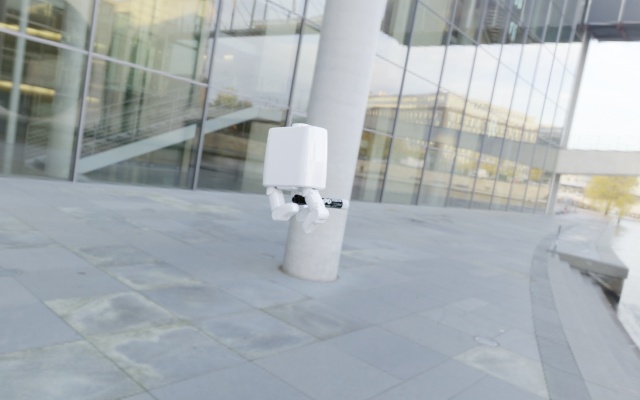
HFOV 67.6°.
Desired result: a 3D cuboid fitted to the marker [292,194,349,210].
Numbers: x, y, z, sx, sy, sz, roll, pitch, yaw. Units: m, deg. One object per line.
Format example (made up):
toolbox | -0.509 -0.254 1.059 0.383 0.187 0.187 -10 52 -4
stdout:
marker | 0.000 0.003 0.848 0.121 0.020 0.020 6 -4 -39
